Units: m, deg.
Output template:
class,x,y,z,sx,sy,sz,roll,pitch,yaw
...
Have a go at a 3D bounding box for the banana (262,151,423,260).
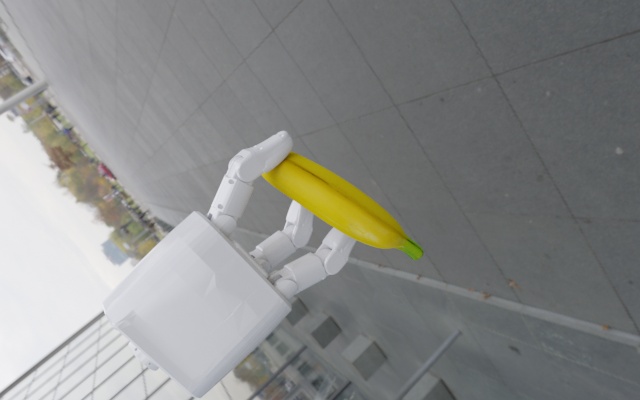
class,x,y,z,sx,sy,sz,roll,pitch,yaw
banana,-0.003,-0.006,0.417,0.197,0.037,0.070,34,-13,33
